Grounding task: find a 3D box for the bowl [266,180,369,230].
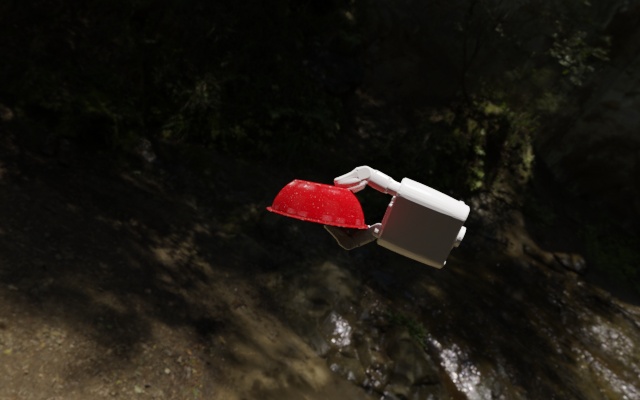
[{"bbox_3d":[-0.001,0.002,0.742,0.162,0.055,0.162,10,3,0],"label":"bowl"}]
